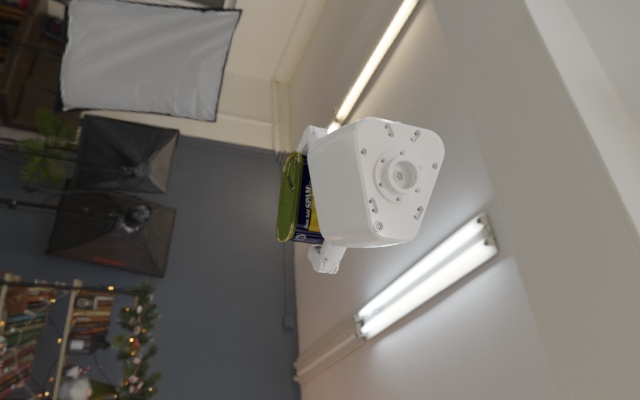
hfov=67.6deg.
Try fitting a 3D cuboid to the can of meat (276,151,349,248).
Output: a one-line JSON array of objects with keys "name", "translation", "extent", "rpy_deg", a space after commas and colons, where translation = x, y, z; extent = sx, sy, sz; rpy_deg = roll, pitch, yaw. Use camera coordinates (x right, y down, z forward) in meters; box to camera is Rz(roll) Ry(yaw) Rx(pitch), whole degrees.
[{"name": "can of meat", "translation": [0.000, 0.002, 0.548], "extent": [0.084, 0.102, 0.057], "rpy_deg": [9, -12, -20]}]
